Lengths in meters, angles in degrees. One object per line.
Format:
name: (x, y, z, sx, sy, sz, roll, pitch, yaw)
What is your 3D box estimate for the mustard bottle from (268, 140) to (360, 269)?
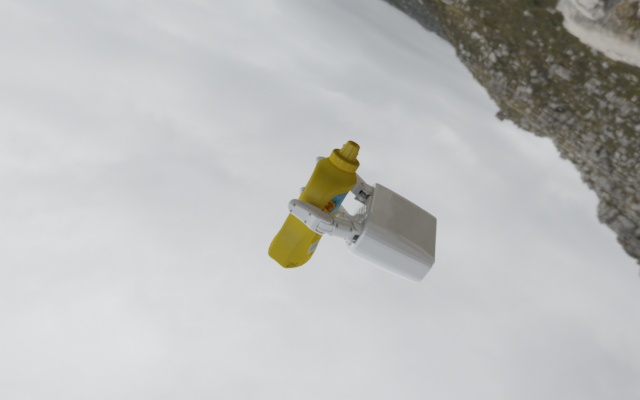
mustard bottle: (0.000, 0.002, 0.655, 0.058, 0.192, 0.096, 38, 25, 14)
